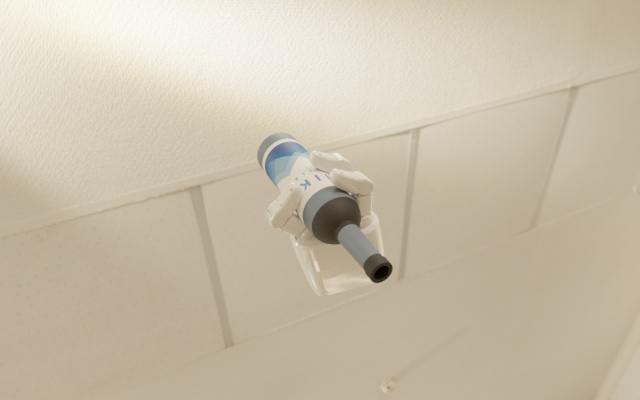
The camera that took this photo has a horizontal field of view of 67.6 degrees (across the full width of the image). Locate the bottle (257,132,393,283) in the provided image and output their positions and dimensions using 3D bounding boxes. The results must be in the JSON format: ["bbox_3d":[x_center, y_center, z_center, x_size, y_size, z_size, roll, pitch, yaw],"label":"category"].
[{"bbox_3d":[0.000,0.002,0.605,0.069,0.069,0.295,0,30,-30],"label":"bottle"}]
